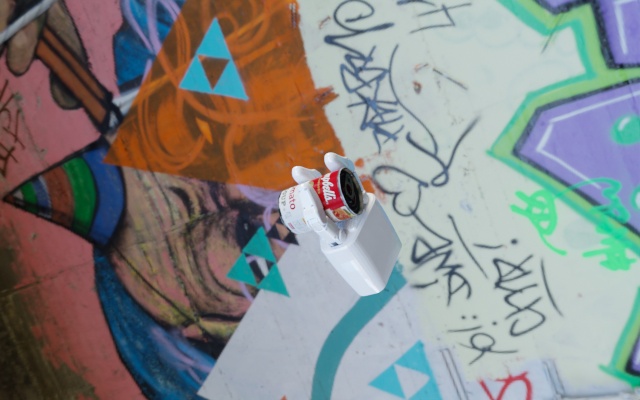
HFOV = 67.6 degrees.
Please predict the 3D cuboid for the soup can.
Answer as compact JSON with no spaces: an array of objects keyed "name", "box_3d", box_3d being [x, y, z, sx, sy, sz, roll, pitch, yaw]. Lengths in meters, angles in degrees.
[{"name":"soup can","box_3d":[0.000,0.002,0.665,0.102,0.068,0.068,-19,-9,27]}]
